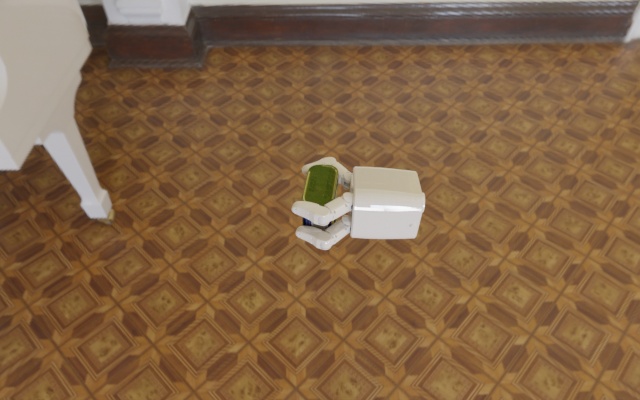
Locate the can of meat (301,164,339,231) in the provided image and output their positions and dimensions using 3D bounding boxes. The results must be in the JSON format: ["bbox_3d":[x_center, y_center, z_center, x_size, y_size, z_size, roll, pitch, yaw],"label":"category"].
[{"bbox_3d":[0.000,0.002,0.787,0.057,0.102,0.084,6,-42,5],"label":"can of meat"}]
